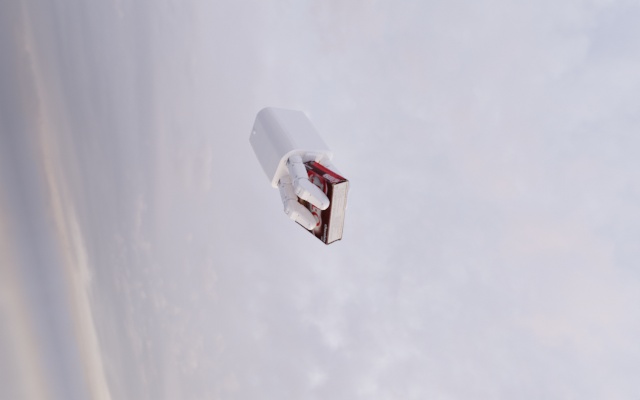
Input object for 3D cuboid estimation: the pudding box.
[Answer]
[{"bbox_3d":[0.000,0.002,0.781,0.039,0.113,0.090,-17,34,-33],"label":"pudding box"}]
